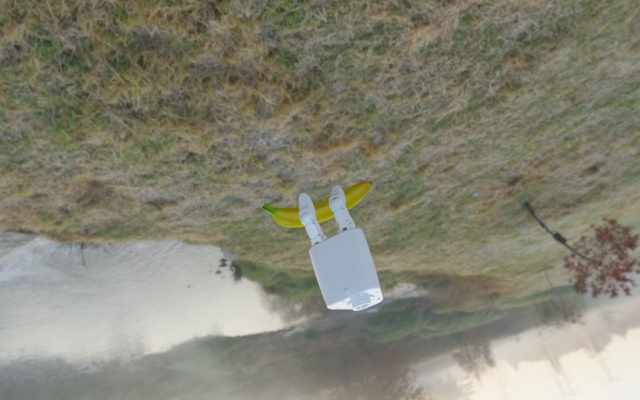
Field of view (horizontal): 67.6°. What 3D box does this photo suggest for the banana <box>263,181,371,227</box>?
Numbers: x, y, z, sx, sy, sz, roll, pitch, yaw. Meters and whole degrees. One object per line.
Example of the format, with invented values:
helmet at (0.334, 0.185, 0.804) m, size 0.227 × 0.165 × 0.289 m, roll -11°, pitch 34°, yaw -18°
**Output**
banana at (-0.002, 0.013, 0.876) m, size 0.198 × 0.037 × 0.070 m, roll -14°, pitch -31°, yaw -3°
